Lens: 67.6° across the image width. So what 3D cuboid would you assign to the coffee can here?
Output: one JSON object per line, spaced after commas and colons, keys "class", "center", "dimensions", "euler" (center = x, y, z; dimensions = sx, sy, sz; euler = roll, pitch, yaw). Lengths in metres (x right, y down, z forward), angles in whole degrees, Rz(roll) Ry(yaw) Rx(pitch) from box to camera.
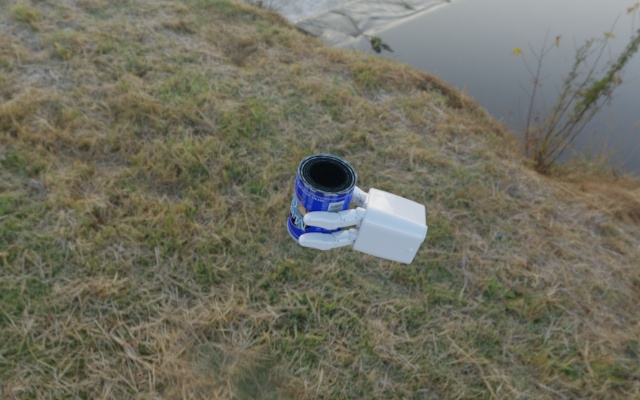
{"class": "coffee can", "center": [0.000, 0.003, 0.849], "dimensions": [0.103, 0.102, 0.140], "euler": [0, -44, -14]}
